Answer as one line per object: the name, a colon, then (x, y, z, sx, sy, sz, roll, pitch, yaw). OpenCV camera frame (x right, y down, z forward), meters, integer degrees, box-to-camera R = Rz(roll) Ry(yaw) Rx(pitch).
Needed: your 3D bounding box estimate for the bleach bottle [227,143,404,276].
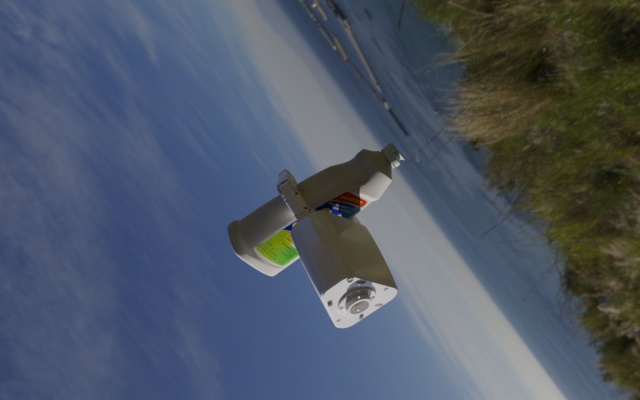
bleach bottle: (0.000, 0.002, 0.657, 0.251, 0.068, 0.103, -36, -43, 10)
